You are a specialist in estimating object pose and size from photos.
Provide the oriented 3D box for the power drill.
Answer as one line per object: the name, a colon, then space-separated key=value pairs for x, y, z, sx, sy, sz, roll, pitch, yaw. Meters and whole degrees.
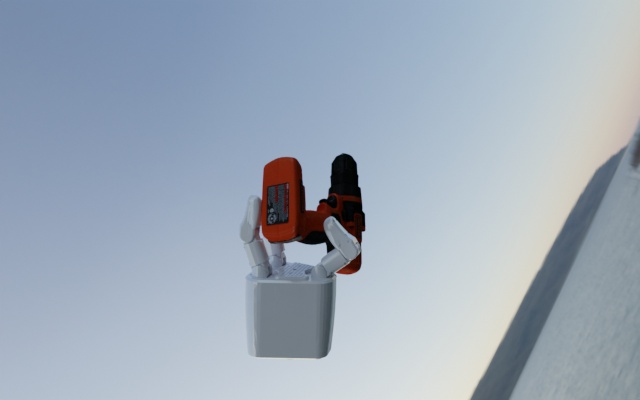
power drill: x=0.000 y=0.002 z=0.656 sx=0.057 sy=0.184 sz=0.188 roll=-13 pitch=-20 yaw=33
